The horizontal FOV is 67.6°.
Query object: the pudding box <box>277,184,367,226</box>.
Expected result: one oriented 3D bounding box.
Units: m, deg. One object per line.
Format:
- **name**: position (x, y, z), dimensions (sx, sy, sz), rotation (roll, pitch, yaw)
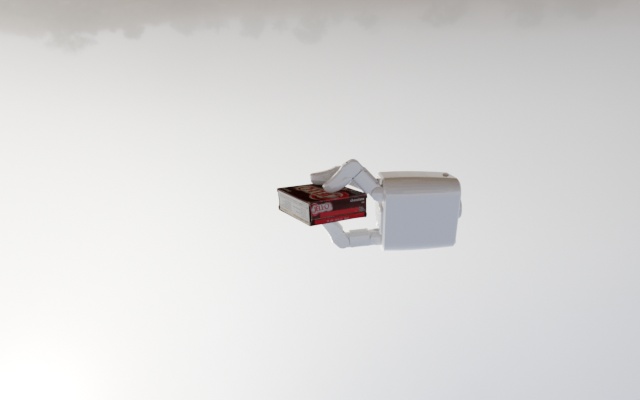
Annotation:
- **pudding box**: position (0.000, 0.002, 0.680), dimensions (0.090, 0.039, 0.113), rotation (-7, 12, -27)
